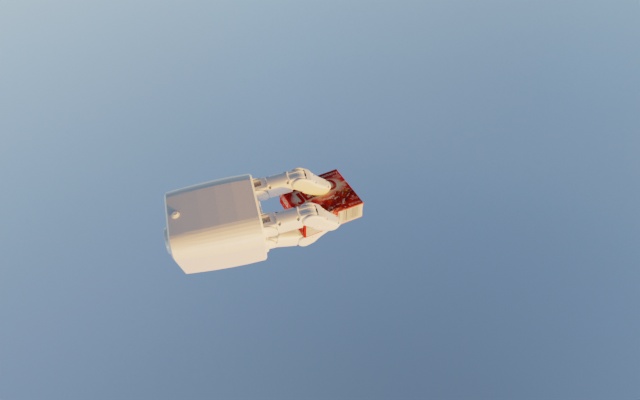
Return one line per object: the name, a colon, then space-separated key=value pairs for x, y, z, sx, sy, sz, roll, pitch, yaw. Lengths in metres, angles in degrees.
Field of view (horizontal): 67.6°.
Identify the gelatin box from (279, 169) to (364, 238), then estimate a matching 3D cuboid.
gelatin box: x=0.000 y=0.002 z=0.626 sx=0.089 sy=0.030 sz=0.073 roll=-19 pitch=49 yaw=-20
